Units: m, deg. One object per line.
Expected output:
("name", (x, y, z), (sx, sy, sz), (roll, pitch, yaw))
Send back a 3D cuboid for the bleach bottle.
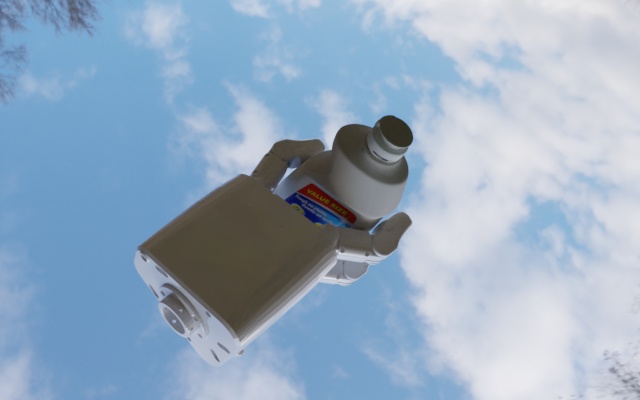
("bleach bottle", (0.000, 0.002, 0.444), (0.068, 0.102, 0.251), (-38, -7, -37))
